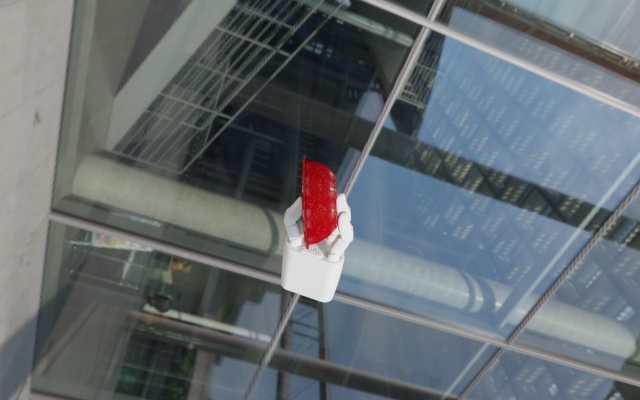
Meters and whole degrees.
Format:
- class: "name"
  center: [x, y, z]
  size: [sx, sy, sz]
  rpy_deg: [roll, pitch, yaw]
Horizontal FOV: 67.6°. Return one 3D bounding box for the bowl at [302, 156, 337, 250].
- class: "bowl"
  center: [0.001, 0.002, 0.817]
  size: [0.055, 0.162, 0.162]
  rpy_deg: [-2, 0, 2]
